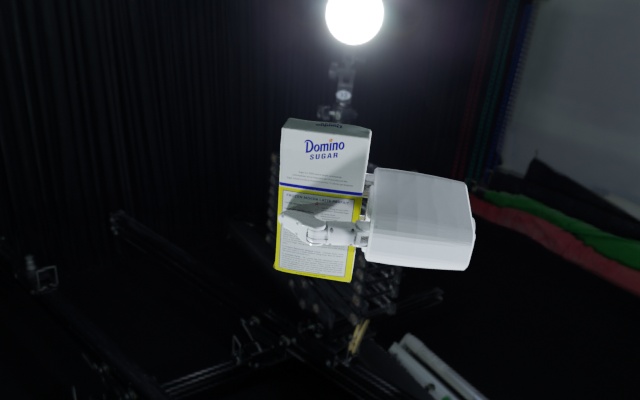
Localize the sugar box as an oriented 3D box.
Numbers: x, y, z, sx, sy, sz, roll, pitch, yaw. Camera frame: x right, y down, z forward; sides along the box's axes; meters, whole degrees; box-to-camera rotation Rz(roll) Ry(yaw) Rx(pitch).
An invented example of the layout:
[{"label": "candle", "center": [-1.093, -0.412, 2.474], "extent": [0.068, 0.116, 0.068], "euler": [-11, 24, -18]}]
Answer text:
[{"label": "sugar box", "center": [0.000, 0.002, 0.535], "extent": [0.093, 0.176, 0.048], "euler": [8, 23, 4]}]
